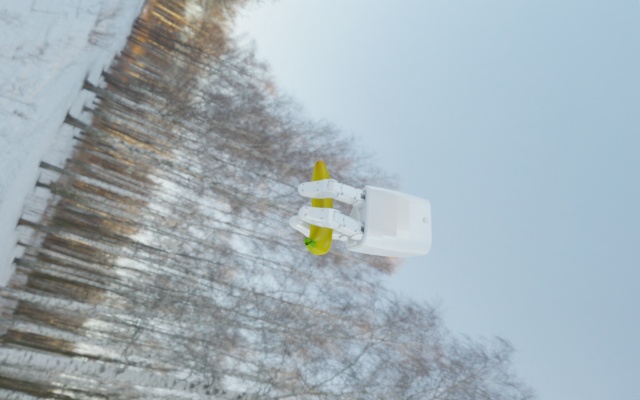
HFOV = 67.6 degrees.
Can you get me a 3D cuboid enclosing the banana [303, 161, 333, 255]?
[{"bbox_3d":[0.001,0.019,0.743,0.037,0.070,0.197,-1,40,4],"label":"banana"}]
